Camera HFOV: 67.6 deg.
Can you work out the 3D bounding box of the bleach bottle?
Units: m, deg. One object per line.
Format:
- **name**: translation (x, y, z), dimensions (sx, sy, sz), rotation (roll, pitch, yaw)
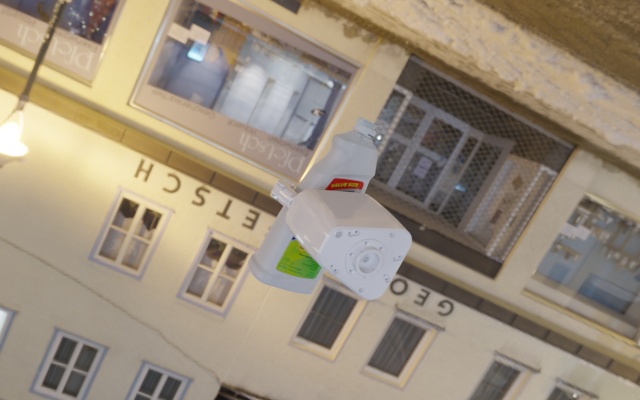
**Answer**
- **bleach bottle**: translation (0.000, 0.002, 0.649), dimensions (0.102, 0.251, 0.068), rotation (21, 12, -30)
